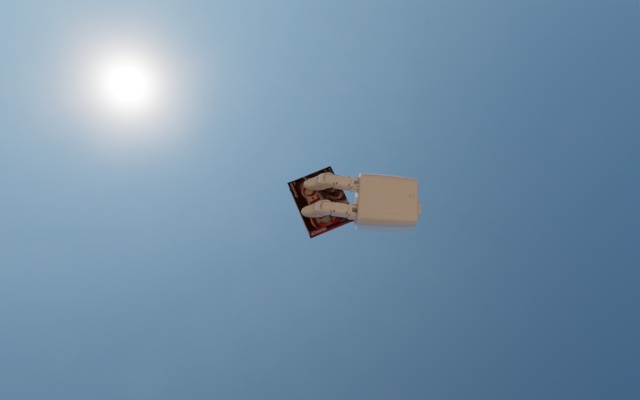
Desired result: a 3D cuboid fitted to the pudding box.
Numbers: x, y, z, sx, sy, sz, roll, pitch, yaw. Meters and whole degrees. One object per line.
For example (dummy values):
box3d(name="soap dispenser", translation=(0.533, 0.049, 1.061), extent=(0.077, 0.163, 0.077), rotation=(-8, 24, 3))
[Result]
box3d(name="pudding box", translation=(0.000, 0.003, 0.889), extent=(0.090, 0.113, 0.039), rotation=(-22, -27, -8))
